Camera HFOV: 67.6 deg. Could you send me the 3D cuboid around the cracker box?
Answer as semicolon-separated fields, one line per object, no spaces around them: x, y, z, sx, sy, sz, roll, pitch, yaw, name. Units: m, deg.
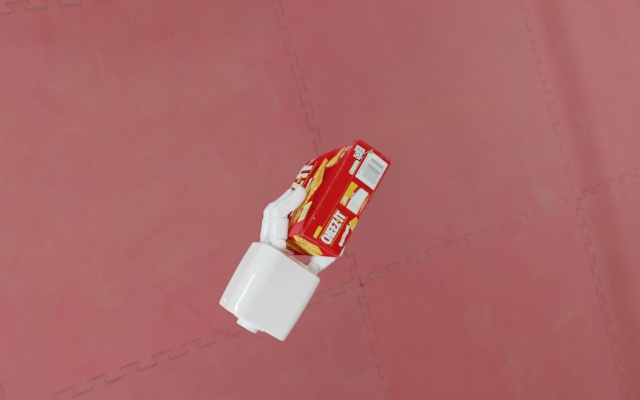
0.000;0.003;0.750;0.072;0.164;0.214;35;-15;-16;cracker box
